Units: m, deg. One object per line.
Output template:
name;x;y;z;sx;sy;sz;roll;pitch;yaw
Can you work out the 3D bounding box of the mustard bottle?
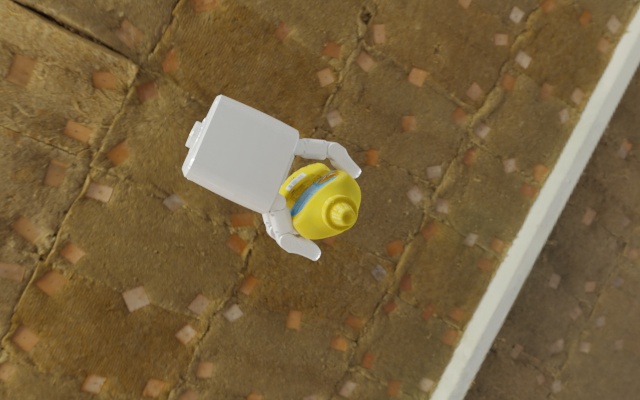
mustard bottle;0.000;0.002;0.606;0.096;0.058;0.191;-42;19;-7
